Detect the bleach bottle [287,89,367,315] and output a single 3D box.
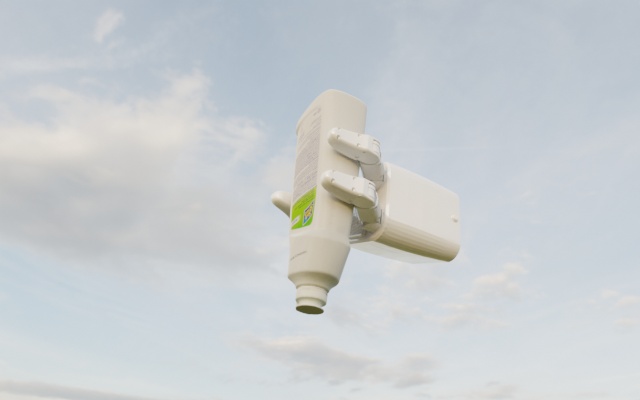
[{"bbox_3d":[0.000,0.002,0.527,0.068,0.250,0.103,19,-32,-19],"label":"bleach bottle"}]
